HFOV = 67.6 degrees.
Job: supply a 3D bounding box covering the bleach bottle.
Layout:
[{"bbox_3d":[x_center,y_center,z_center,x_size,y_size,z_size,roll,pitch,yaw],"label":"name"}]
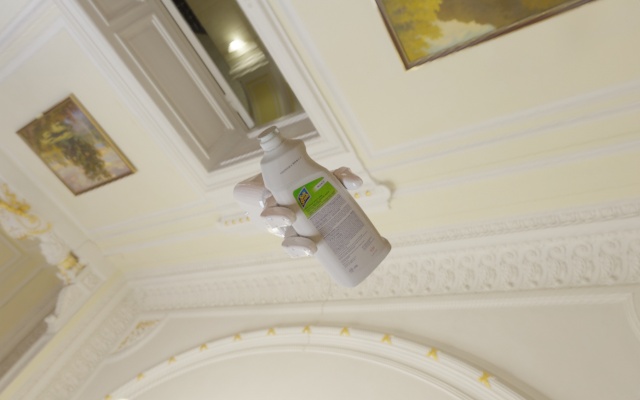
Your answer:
[{"bbox_3d":[0.000,0.002,0.662,0.102,0.251,0.068,-44,27,-21],"label":"bleach bottle"}]
